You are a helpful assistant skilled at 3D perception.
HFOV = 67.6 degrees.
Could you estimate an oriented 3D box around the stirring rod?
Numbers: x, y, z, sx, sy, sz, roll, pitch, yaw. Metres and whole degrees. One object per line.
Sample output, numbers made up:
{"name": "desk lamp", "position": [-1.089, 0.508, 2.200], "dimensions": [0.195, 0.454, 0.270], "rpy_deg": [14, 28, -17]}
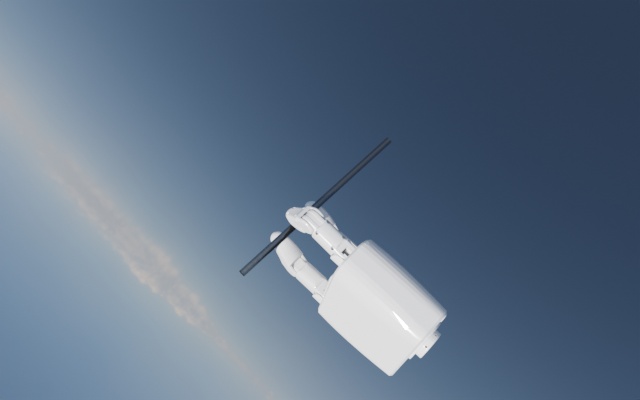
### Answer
{"name": "stirring rod", "position": [0.000, 0.002, 0.548], "dimensions": [0.239, 0.011, 0.011], "rpy_deg": [-42, 17, -19]}
